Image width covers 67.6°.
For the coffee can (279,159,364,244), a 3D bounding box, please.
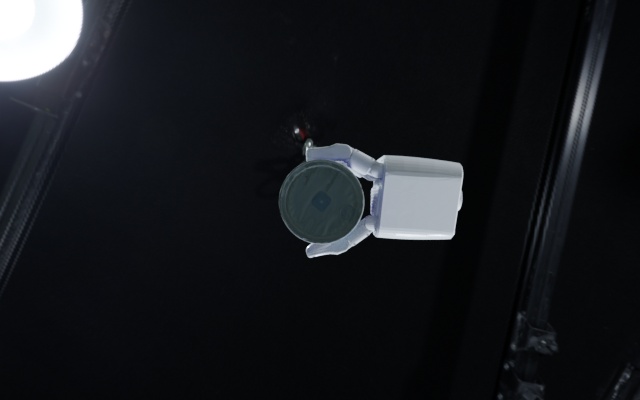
[{"bbox_3d":[0.000,0.002,0.641,0.103,0.103,0.140,0,0,-1],"label":"coffee can"}]
